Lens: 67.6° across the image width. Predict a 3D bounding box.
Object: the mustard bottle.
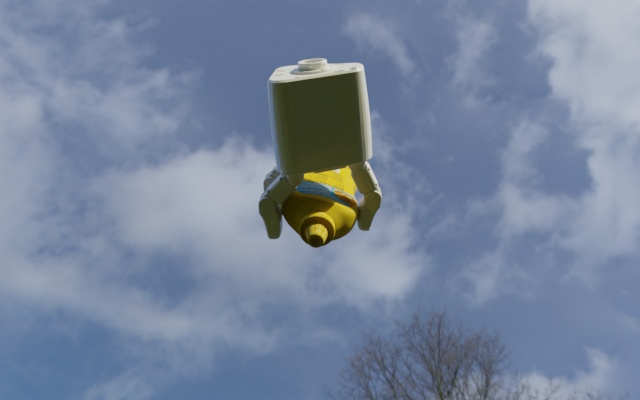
[{"bbox_3d":[0.000,0.002,0.604,0.096,0.058,0.191,18,25,-5],"label":"mustard bottle"}]
